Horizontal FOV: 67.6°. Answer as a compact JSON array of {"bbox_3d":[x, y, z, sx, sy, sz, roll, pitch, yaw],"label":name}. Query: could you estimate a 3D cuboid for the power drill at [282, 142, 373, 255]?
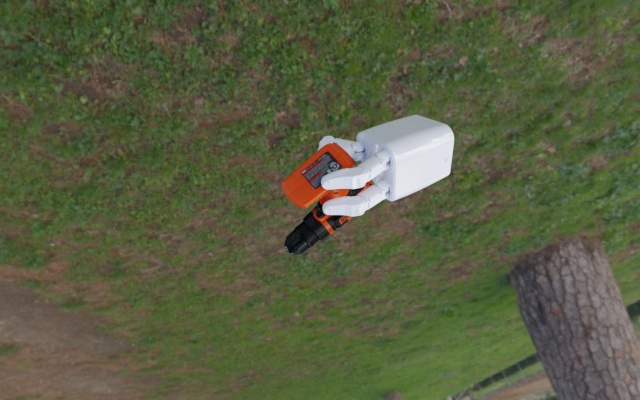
[{"bbox_3d":[0.000,0.002,0.745,0.184,0.057,0.188,-42,-21,-5],"label":"power drill"}]
